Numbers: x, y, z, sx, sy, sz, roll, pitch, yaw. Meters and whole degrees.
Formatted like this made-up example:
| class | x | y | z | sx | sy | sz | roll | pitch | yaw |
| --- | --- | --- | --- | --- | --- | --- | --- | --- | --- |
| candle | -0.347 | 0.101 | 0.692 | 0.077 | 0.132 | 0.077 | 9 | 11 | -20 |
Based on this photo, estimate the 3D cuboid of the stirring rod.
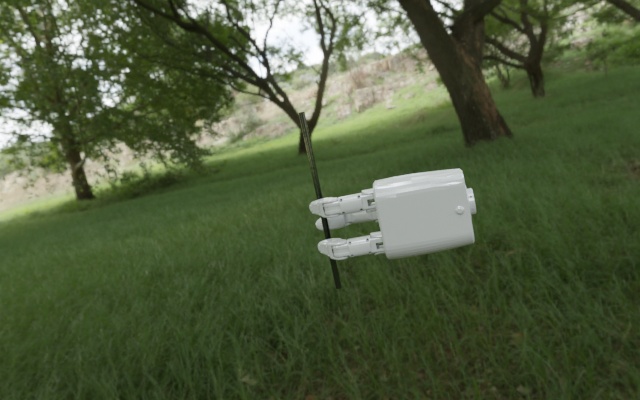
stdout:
| class | x | y | z | sx | sy | sz | roll | pitch | yaw |
| --- | --- | --- | --- | --- | --- | --- | --- | --- | --- |
| stirring rod | 0.000 | 0.002 | 0.635 | 0.011 | 0.239 | 0.011 | -12 | 7 | 1 |
